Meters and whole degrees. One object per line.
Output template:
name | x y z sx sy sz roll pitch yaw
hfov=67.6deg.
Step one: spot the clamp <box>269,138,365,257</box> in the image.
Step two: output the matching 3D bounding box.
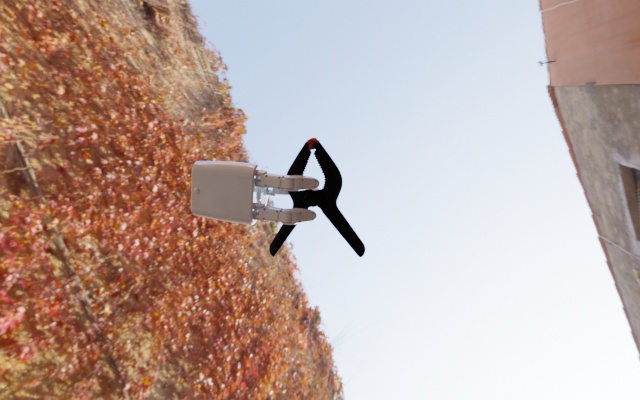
clamp | 0.000 0.002 0.798 0.164 0.210 0.036 6 13 5
